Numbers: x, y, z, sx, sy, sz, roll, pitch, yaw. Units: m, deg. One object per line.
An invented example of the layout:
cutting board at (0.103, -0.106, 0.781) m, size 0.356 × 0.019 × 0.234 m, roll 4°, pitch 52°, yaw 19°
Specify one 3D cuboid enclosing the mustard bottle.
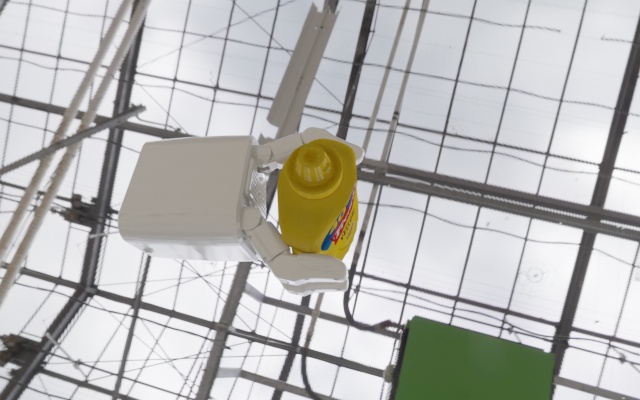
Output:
mustard bottle at (0.000, 0.001, 0.411) m, size 0.058 × 0.096 × 0.192 m, roll 21°, pitch -17°, yaw 12°
